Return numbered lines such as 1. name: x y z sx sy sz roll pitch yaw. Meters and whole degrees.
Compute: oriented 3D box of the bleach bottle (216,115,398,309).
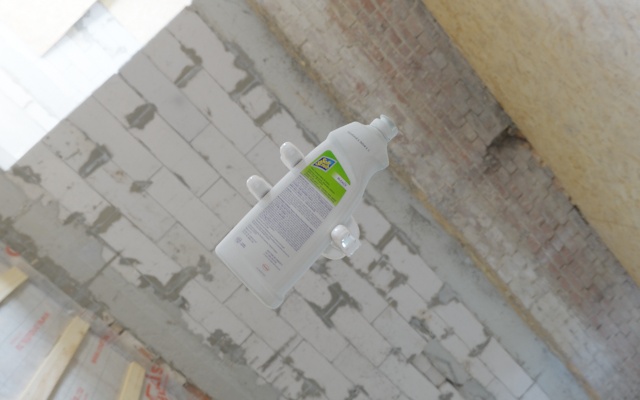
1. bleach bottle: 0.000 0.002 0.560 0.102 0.251 0.068 45 -4 8
